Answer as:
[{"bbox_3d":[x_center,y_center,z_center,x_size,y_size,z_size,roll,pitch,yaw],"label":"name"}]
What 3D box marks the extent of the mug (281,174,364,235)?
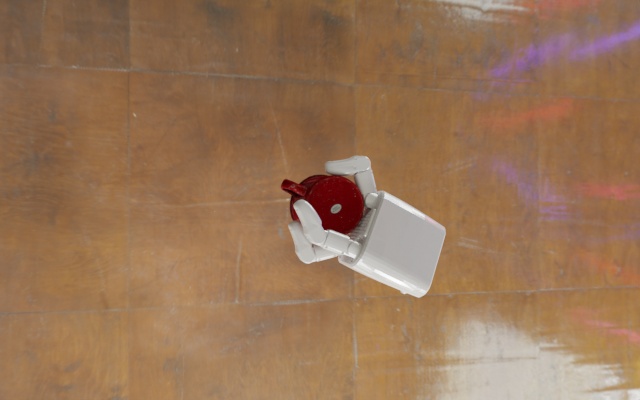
[{"bbox_3d":[-0.001,0.001,0.651,0.117,0.093,0.081,31,-7,-11],"label":"mug"}]
